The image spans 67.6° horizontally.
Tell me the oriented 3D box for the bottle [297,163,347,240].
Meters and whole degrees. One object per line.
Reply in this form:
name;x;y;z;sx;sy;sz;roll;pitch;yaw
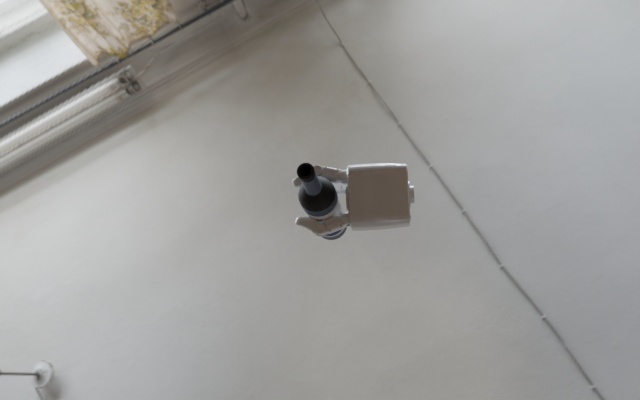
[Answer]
bottle;0.000;0.003;0.859;0.069;0.069;0.296;0;-19;10
